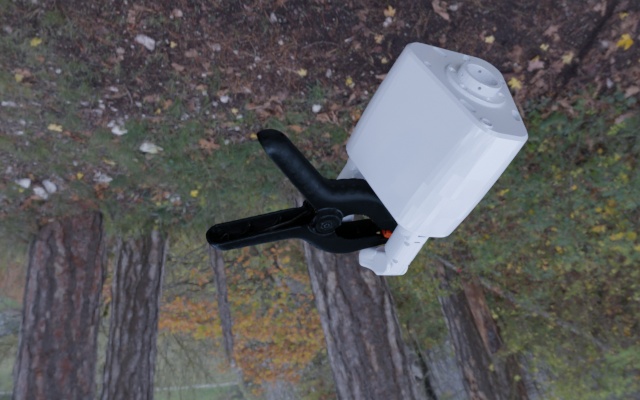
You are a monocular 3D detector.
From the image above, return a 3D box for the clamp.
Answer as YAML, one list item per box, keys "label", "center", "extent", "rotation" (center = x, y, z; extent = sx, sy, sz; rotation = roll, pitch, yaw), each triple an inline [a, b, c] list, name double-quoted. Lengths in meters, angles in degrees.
- label: "clamp"
  center: [0.000, 0.002, 0.400]
  extent: [0.171, 0.039, 0.120]
  rotation: [4, -43, -25]
